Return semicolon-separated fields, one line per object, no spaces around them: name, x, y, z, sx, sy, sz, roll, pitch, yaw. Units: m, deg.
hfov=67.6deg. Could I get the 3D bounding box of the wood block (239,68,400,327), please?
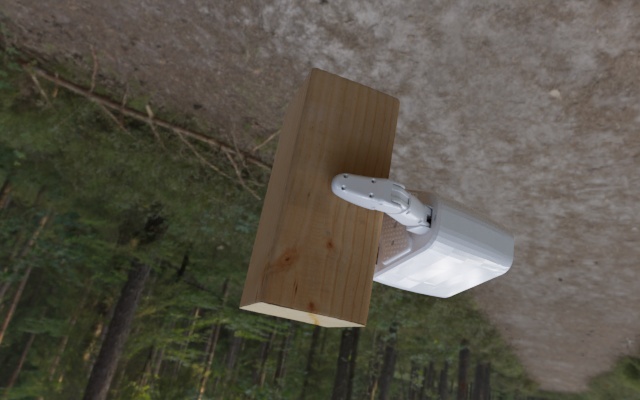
wood block;0.001;0.002;0.432;0.090;0.206;0.091;17;-19;-16
